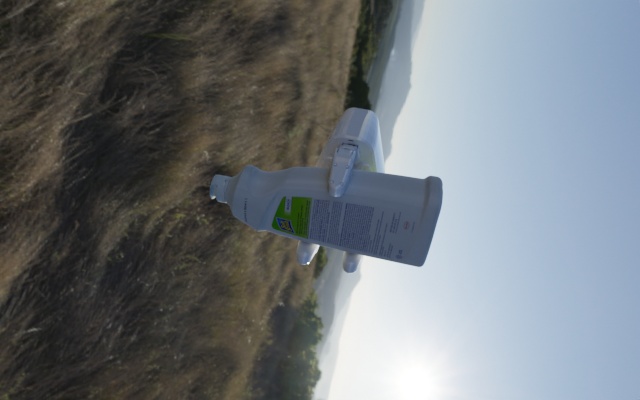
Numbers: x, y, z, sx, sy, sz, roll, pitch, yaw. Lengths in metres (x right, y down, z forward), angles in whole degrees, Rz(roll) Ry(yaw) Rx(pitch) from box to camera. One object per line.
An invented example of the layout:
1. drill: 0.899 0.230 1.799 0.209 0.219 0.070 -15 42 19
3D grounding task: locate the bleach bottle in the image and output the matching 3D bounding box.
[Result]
1. bleach bottle: 0.000 0.002 0.534 0.251 0.103 0.068 11 32 6
